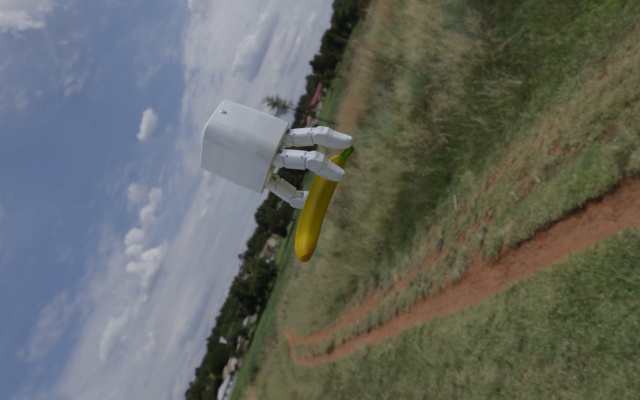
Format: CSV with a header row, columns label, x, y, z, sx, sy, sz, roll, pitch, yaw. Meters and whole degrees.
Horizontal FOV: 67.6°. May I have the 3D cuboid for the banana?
label,x,y,z,sx,sy,sz,roll,pitch,yaw
banana,-0.003,0.006,0.706,0.037,0.197,0.070,24,-25,-6
